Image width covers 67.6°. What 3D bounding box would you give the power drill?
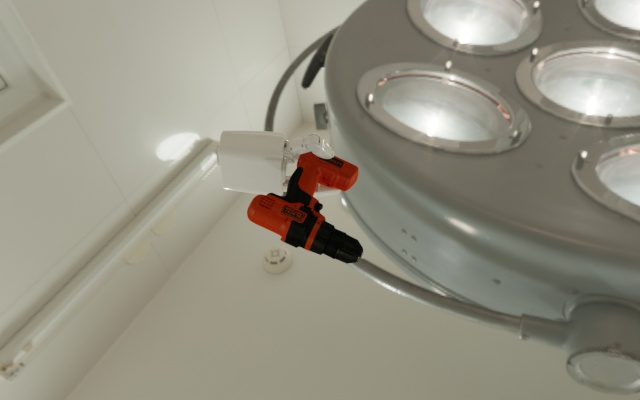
[{"bbox_3d":[0.000,0.002,0.761,0.184,0.057,0.187,25,43,3],"label":"power drill"}]
